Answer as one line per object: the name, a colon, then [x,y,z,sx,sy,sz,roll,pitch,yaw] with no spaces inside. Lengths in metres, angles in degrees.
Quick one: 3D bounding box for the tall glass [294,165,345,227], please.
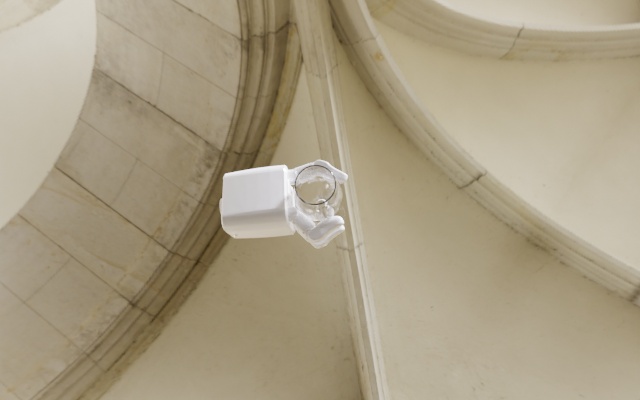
tall glass: [0.000,0.003,0.791,0.079,0.079,0.201,0,-15,4]
